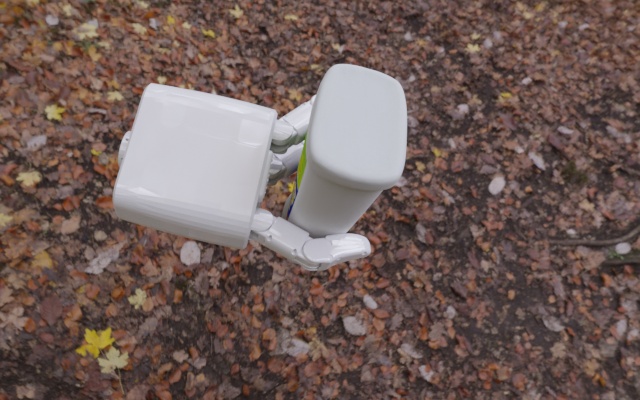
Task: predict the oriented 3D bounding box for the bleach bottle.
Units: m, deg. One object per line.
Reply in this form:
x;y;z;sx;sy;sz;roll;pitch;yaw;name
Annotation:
0.000;0.001;0.429;0.068;0.102;0.251;14;-31;-7;bleach bottle
